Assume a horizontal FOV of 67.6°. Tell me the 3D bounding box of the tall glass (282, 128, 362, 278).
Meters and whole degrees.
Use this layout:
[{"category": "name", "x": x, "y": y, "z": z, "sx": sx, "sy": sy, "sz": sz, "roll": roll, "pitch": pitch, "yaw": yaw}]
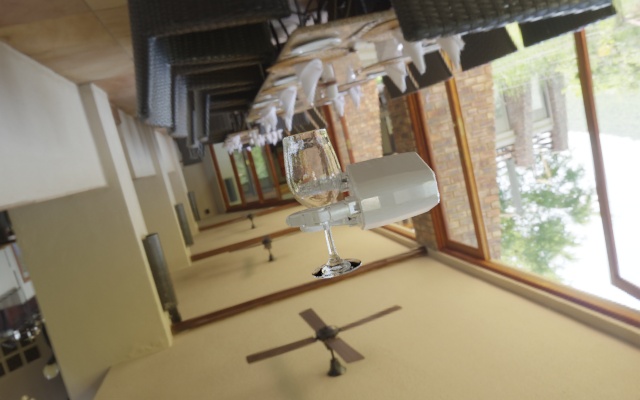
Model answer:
[{"category": "tall glass", "x": 0.000, "y": 0.003, "z": 0.675, "sx": 0.079, "sy": 0.201, "sz": 0.079, "roll": -14, "pitch": 8, "yaw": 2}]
